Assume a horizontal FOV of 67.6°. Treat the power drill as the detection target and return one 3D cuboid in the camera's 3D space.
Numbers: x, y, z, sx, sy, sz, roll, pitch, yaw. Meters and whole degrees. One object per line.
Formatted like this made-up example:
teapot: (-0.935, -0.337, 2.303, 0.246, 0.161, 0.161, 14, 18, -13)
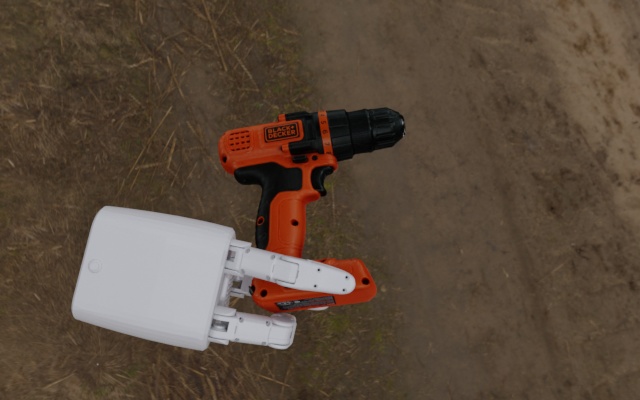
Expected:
power drill: (0.000, 0.002, 0.443, 0.184, 0.187, 0.057, -10, -26, 4)
